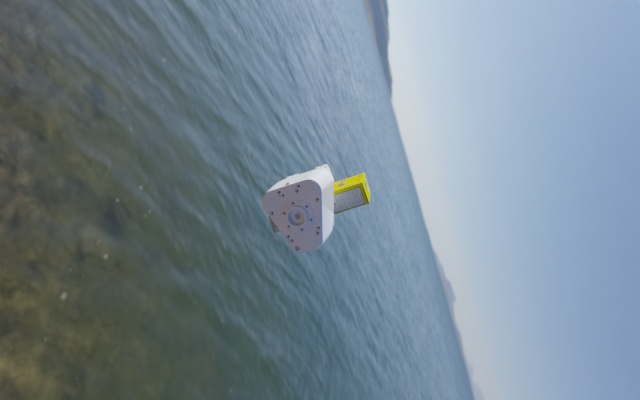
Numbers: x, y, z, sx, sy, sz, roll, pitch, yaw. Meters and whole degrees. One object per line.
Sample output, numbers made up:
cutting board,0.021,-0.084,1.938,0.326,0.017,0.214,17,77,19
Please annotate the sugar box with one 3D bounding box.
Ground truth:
sugar box,0.000,0.002,0.857,0.176,0.048,0.093,-16,11,11
